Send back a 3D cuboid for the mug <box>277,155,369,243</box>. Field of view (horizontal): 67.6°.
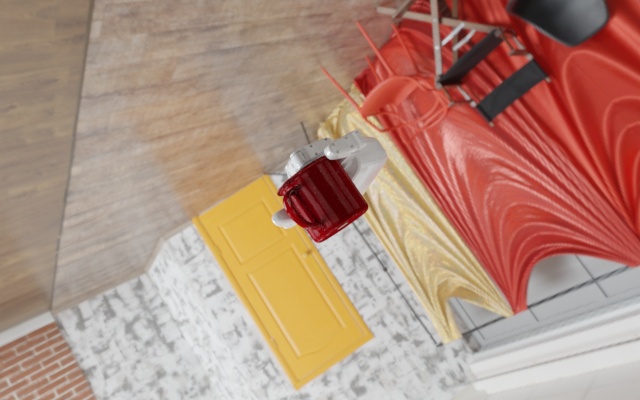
[{"bbox_3d":[0.000,0.002,0.585,0.093,0.081,0.117,-39,-10,33],"label":"mug"}]
